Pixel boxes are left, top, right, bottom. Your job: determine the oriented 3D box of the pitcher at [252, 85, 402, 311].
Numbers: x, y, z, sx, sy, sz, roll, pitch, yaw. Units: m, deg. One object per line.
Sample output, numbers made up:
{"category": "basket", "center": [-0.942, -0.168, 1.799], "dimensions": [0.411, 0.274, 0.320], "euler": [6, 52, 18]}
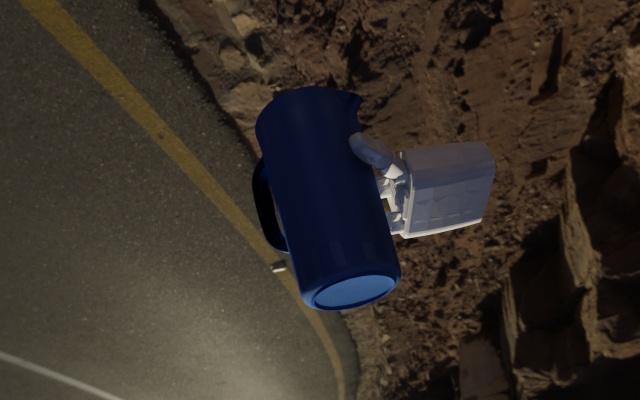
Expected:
{"category": "pitcher", "center": [0.000, 0.002, 0.558], "dimensions": [0.145, 0.242, 0.149], "euler": [-8, -32, -10]}
